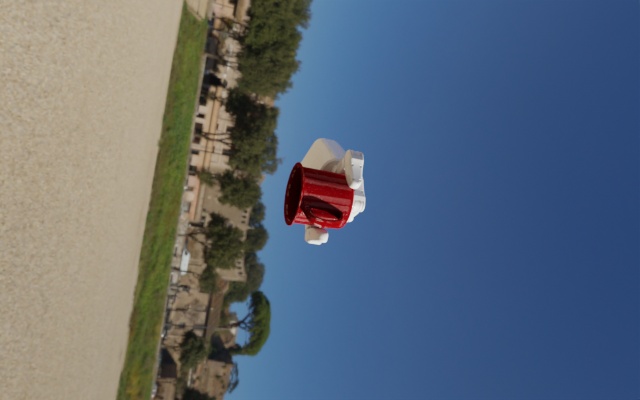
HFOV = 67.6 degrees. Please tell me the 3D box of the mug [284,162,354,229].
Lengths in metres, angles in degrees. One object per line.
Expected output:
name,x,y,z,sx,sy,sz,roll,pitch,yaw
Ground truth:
mug,0.001,0.003,0.687,0.081,0.093,0.117,9,26,-17
